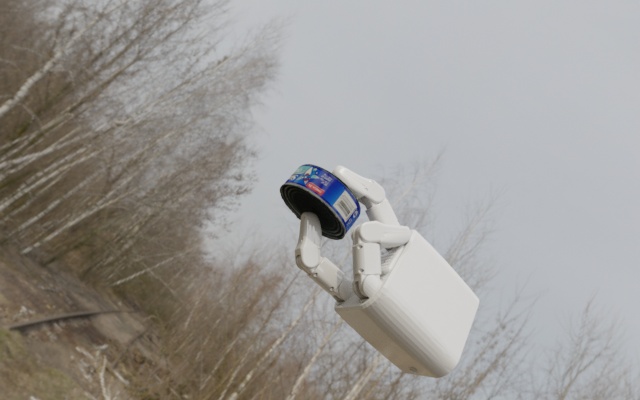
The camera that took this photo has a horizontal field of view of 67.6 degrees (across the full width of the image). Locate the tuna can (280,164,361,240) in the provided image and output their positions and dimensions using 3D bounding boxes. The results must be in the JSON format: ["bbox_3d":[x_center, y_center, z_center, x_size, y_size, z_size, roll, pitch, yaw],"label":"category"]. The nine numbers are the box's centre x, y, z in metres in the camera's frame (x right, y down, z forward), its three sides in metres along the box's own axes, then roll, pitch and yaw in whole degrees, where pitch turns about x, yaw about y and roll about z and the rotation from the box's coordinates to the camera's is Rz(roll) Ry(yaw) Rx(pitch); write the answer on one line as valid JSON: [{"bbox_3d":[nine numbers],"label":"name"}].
[{"bbox_3d":[0.000,0.001,0.511,0.086,0.033,0.086,33,-23,16],"label":"tuna can"}]
